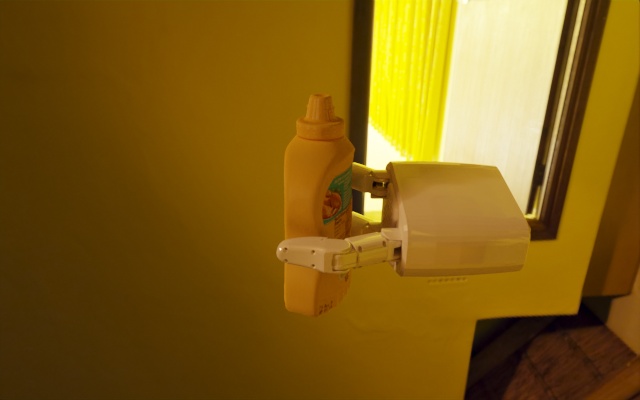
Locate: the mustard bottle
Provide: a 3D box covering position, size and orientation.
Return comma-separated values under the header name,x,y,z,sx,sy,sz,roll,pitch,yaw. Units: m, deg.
name,x,y,z,sx,sy,sz,roll,pitch,yaw
mustard bottle,0.000,0.002,0.431,0.058,0.192,0.096,10,25,20
